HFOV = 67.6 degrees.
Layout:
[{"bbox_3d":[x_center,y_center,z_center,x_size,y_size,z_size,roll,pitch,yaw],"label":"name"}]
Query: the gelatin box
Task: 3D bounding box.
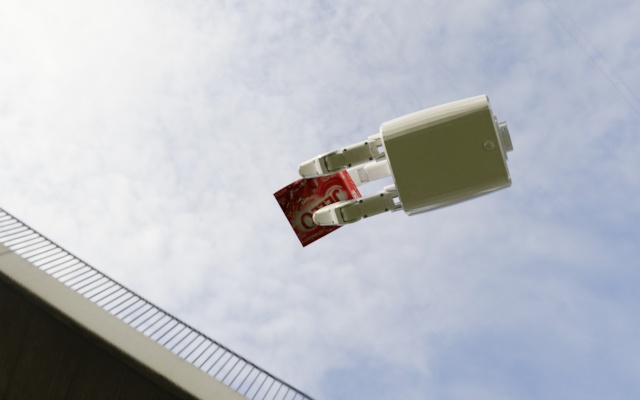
[{"bbox_3d":[0.000,0.002,0.546,0.089,0.073,0.030,-30,0,27],"label":"gelatin box"}]
